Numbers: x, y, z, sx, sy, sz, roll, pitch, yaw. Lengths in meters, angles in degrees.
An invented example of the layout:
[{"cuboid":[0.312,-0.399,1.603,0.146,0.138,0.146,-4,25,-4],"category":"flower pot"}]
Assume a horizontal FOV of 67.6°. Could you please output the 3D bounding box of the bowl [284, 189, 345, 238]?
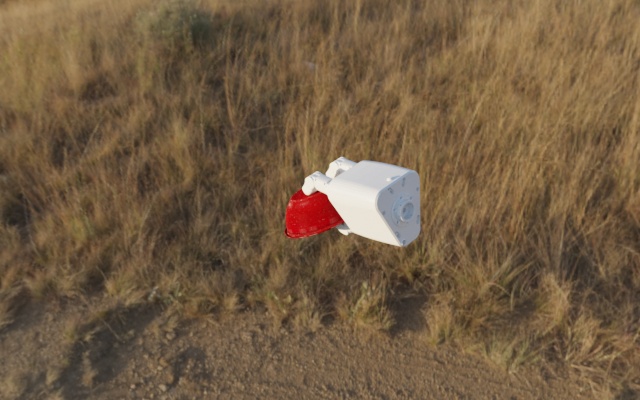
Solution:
[{"cuboid":[-0.001,0.002,0.838,0.162,0.055,0.162,-23,15,7],"category":"bowl"}]
